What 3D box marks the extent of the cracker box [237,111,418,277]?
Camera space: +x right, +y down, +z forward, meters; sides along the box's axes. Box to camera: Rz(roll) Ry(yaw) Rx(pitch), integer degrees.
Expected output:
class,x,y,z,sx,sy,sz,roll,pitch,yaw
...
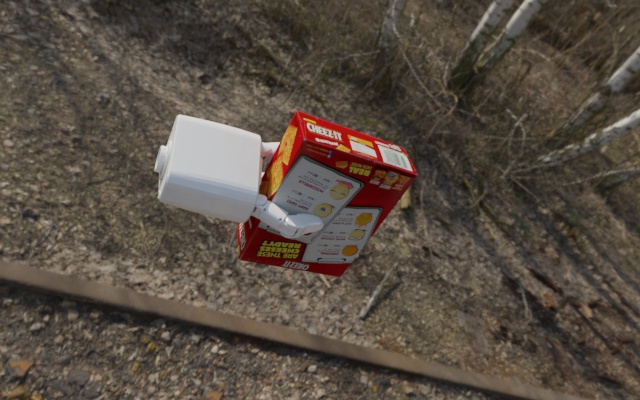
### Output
class,x,y,z,sx,sy,sz,roll,pitch,yaw
cracker box,0.000,0.002,0.645,0.164,0.214,0.072,14,39,-25
